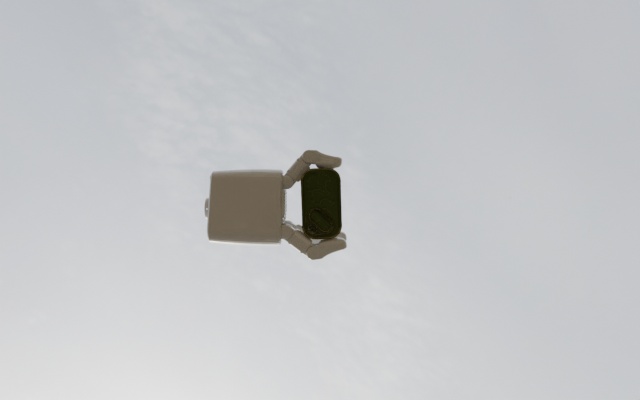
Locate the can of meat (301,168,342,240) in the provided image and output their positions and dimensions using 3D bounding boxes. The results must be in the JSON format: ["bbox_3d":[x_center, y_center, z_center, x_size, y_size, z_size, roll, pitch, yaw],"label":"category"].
[{"bbox_3d":[0.000,0.002,0.718,0.057,0.102,0.084,-2,4,-2],"label":"can of meat"}]
